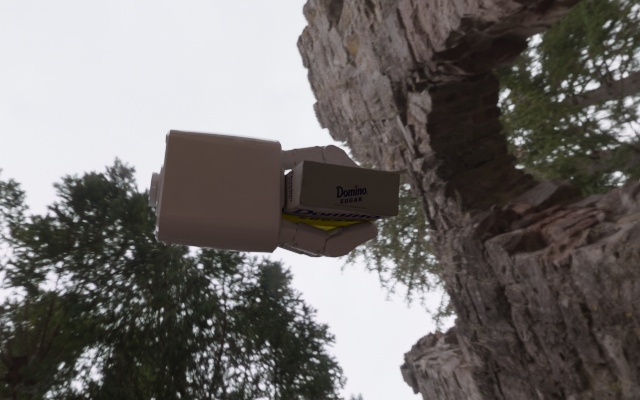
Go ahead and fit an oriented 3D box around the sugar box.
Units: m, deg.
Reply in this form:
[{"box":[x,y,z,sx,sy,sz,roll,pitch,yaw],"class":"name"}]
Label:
[{"box":[0.000,0.002,0.489,0.093,0.048,0.176,6,-7,-17],"class":"sugar box"}]
